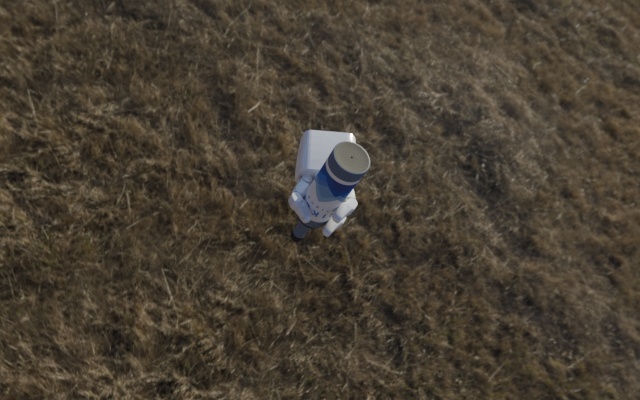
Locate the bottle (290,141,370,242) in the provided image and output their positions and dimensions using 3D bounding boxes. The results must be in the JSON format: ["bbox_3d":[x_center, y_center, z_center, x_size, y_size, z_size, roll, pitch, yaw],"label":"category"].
[{"bbox_3d":[0.000,0.003,0.895,0.069,0.069,0.296,0,-30,-24],"label":"bottle"}]
